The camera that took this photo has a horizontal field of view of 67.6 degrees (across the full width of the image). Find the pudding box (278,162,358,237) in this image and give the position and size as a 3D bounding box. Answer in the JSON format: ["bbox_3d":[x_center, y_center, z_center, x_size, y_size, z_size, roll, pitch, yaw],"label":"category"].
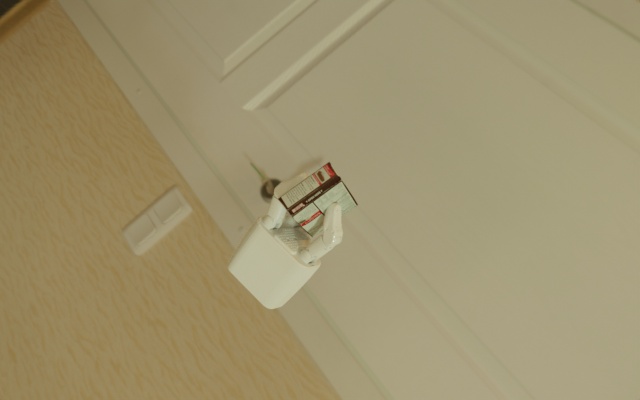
[{"bbox_3d":[0.000,0.002,0.700,0.090,0.039,0.113,-37,-24,1],"label":"pudding box"}]
